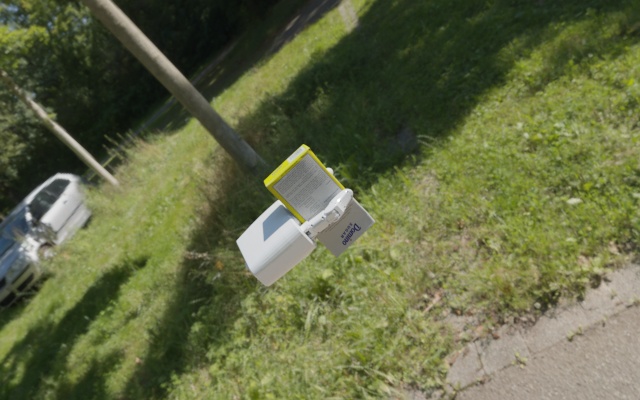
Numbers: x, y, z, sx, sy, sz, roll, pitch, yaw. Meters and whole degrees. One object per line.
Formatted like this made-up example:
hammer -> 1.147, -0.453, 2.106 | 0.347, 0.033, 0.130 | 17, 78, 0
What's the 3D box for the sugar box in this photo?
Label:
sugar box -> 0.000, 0.002, 0.795 | 0.093, 0.176, 0.048 | -42, 22, 2
